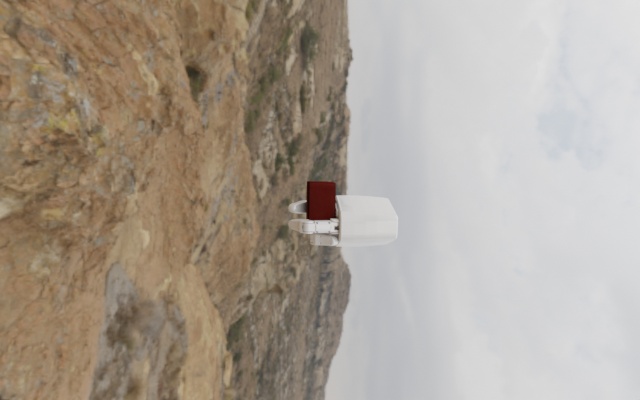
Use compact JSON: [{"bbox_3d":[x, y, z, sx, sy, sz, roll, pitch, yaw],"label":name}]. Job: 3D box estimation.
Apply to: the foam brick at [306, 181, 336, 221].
[{"bbox_3d":[0.000,0.003,0.884,0.051,0.078,0.053,0,6,-4],"label":"foam brick"}]
